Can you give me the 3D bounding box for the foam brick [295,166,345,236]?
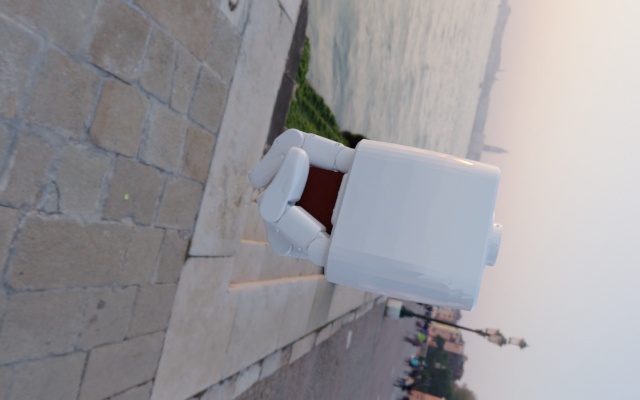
[{"bbox_3d":[0.000,0.001,0.409,0.051,0.053,0.078,11,0,15],"label":"foam brick"}]
